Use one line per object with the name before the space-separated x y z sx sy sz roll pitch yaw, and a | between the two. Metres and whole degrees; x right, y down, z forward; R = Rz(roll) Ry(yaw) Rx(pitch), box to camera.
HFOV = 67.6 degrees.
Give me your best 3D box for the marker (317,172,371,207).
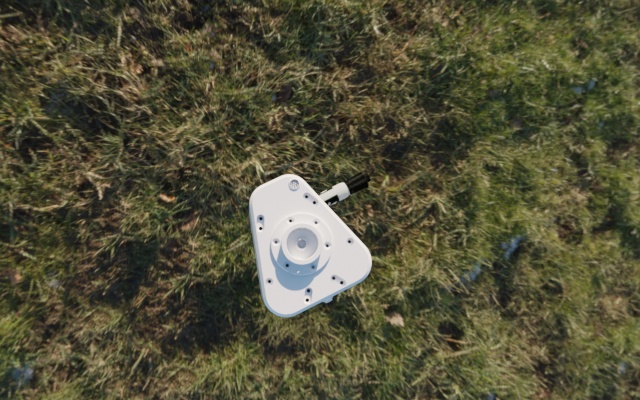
marker | 0.000 0.002 0.517 0.121 0.020 0.020 -27 3 -7
